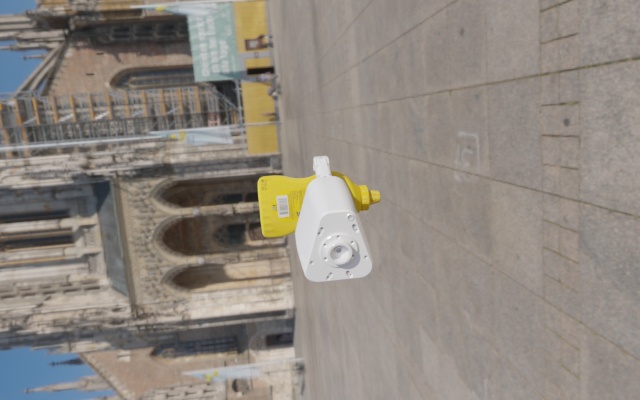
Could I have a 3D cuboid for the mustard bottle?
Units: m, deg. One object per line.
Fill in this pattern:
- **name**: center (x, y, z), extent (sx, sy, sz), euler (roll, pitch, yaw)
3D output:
- **mustard bottle**: center (0.000, 0.002, 0.756), extent (0.191, 0.096, 0.058), euler (-5, 2, -6)
